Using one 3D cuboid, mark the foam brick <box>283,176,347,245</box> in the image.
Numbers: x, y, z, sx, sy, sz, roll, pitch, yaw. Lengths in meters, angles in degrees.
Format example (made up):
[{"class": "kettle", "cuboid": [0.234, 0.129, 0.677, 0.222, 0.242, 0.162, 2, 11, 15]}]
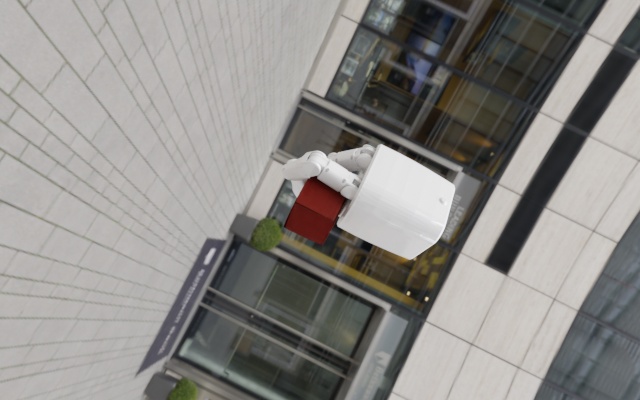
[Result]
[{"class": "foam brick", "cuboid": [0.000, 0.002, 0.559, 0.051, 0.078, 0.053, 28, -39, 0]}]
